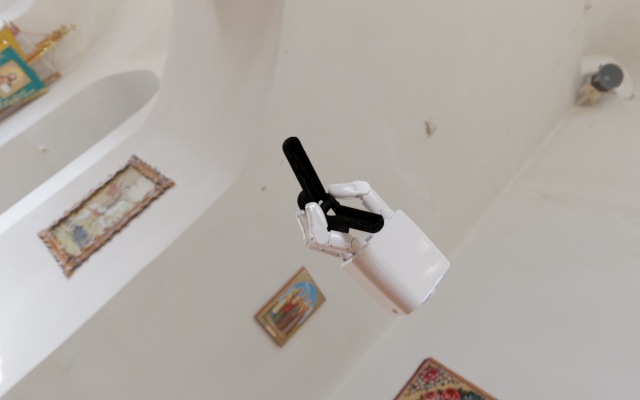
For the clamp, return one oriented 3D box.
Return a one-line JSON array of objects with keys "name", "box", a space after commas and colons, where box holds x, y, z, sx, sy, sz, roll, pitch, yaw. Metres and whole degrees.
[{"name": "clamp", "box": [0.001, 0.002, 0.672, 0.036, 0.164, 0.210, -42, -5, -18]}]
